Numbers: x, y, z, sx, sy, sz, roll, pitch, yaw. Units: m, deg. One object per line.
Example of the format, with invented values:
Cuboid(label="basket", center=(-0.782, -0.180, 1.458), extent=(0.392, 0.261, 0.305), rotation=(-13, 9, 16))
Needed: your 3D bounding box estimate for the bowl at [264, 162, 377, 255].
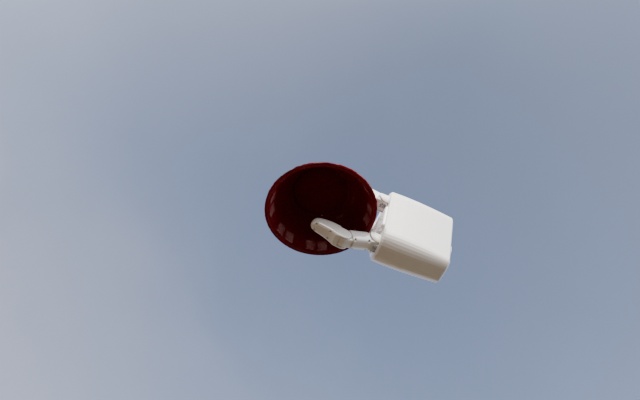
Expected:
Cuboid(label="bowl", center=(-0.001, 0.001, 0.701), extent=(0.162, 0.162, 0.055), rotation=(0, 34, -2))
